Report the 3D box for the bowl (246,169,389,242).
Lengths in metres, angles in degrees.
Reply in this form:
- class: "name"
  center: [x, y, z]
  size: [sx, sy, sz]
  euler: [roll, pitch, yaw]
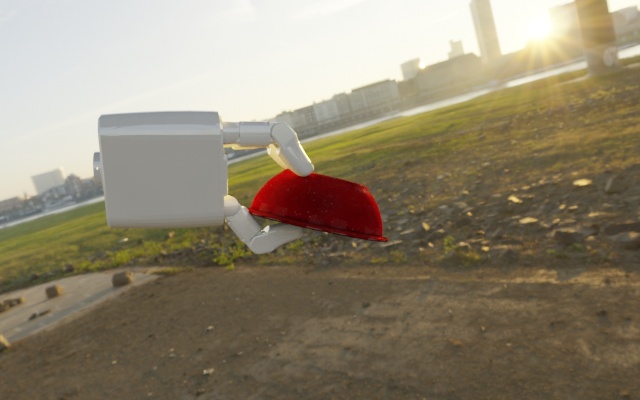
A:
- class: "bowl"
  center: [0.001, 0.002, 0.523]
  size: [0.162, 0.055, 0.162]
  euler: [13, 0, 0]
